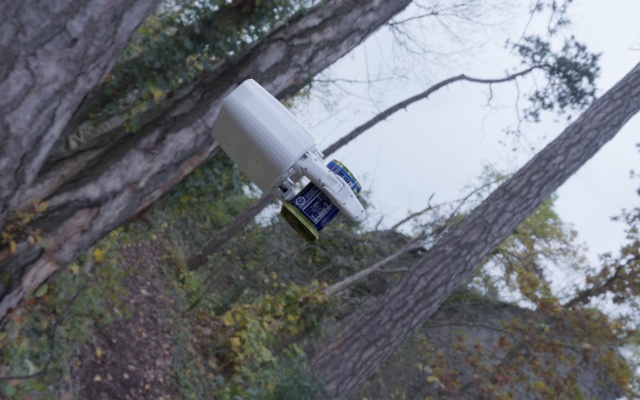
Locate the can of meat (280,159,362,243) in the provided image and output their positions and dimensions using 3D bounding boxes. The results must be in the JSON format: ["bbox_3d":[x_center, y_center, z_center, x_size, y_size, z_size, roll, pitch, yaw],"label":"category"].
[{"bbox_3d":[0.000,0.002,0.591,0.084,0.057,0.102,-45,-1,-11],"label":"can of meat"}]
